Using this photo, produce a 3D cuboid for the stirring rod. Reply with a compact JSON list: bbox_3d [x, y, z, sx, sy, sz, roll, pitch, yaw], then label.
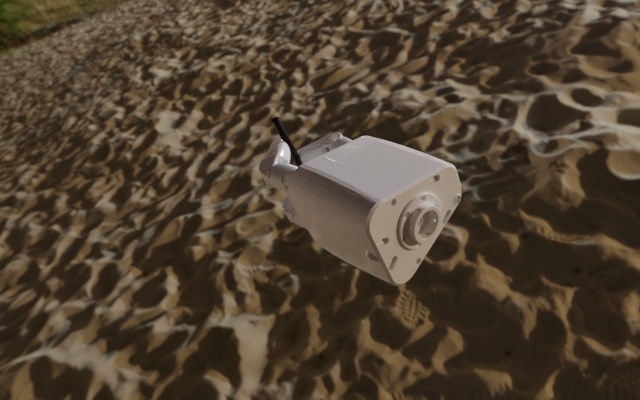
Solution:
[{"bbox_3d":[0.000,0.002,0.561,0.011,0.240,0.011,-18,37,14],"label":"stirring rod"}]
